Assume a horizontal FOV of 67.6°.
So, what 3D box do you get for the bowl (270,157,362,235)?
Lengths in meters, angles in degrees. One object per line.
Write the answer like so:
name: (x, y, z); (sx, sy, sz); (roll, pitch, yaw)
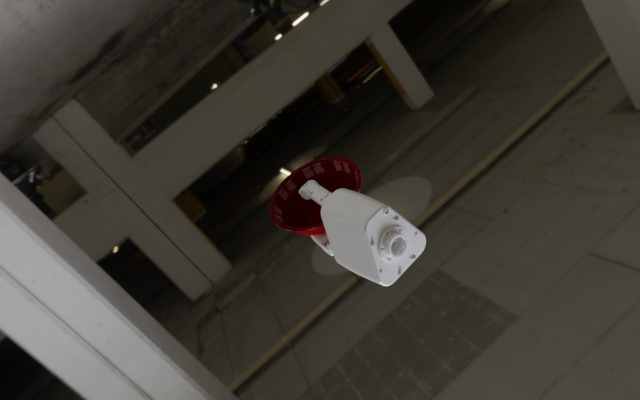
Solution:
bowl: (0.000, 0.002, 0.781); (0.162, 0.162, 0.055); (0, -41, 32)
